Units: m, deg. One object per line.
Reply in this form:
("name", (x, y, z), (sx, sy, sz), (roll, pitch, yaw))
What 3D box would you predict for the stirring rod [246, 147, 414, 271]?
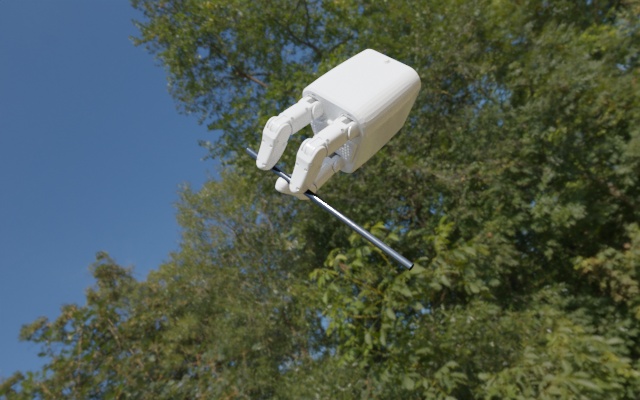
("stirring rod", (0.000, 0.002, 0.506), (0.239, 0.011, 0.011), (36, 19, 29))
